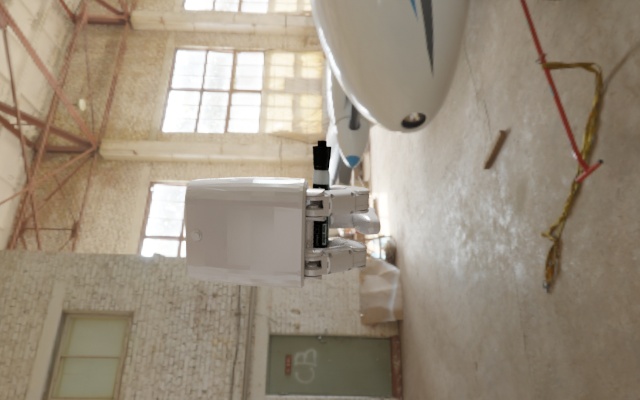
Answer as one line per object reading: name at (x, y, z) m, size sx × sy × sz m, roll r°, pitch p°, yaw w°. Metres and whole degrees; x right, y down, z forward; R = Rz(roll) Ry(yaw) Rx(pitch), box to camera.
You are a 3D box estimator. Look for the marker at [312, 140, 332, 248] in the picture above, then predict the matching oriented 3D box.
marker at (0.000, 0.002, 0.473) m, size 0.020 × 0.121 × 0.020 m, roll 1°, pitch 10°, yaw 0°
